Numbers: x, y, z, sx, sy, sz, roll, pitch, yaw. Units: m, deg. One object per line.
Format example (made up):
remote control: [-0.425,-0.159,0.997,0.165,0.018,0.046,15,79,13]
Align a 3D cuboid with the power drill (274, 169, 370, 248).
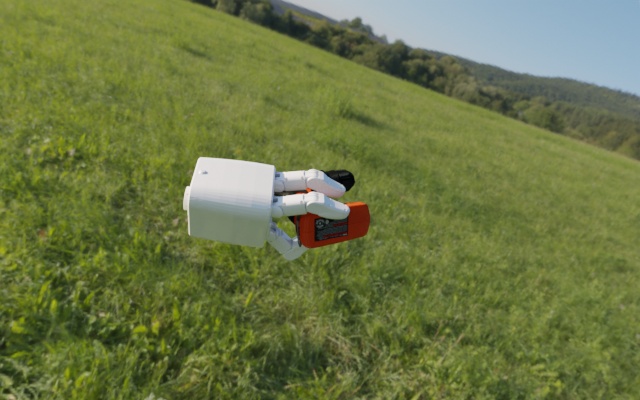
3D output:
power drill: [0.000,0.003,0.736,0.184,0.057,0.187,-12,23,-21]
